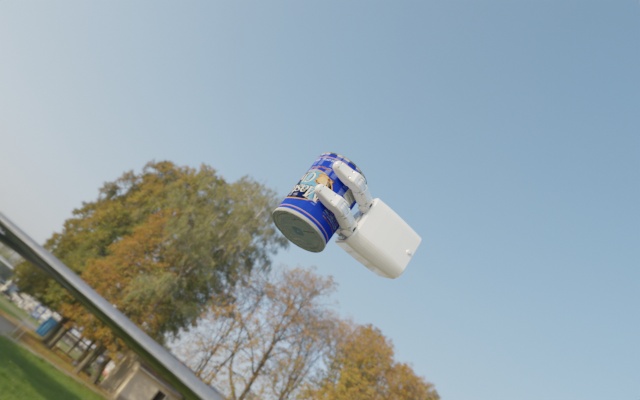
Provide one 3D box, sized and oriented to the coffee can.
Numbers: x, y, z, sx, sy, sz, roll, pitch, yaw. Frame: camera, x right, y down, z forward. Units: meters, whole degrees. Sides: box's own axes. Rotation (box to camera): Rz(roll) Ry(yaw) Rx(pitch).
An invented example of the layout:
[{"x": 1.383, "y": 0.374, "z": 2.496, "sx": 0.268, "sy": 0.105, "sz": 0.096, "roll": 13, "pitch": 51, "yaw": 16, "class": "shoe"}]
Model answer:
[{"x": 0.000, "y": 0.003, "z": 0.807, "sx": 0.103, "sy": 0.140, "sz": 0.103, "roll": 28, "pitch": -29, "yaw": 17, "class": "coffee can"}]
